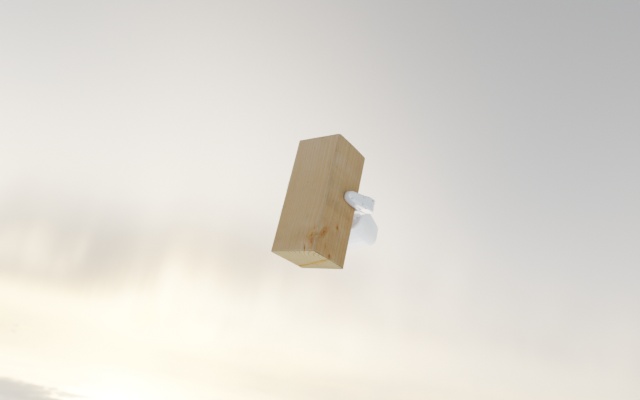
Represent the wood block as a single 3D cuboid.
[{"bbox_3d":[0.001,0.003,0.804,0.091,0.206,0.090,-4,-27,36],"label":"wood block"}]
